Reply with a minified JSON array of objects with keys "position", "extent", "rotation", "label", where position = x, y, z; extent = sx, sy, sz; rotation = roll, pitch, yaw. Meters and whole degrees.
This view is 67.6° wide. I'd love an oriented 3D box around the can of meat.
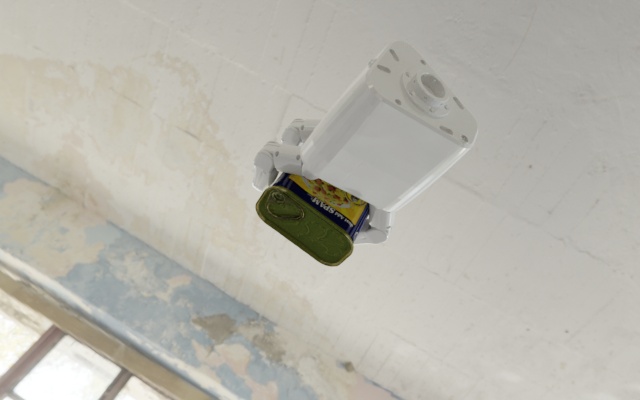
[{"position":[0.000,0.001,0.482],"extent":[0.102,0.084,0.057],"rotation":[36,-42,-3],"label":"can of meat"}]
